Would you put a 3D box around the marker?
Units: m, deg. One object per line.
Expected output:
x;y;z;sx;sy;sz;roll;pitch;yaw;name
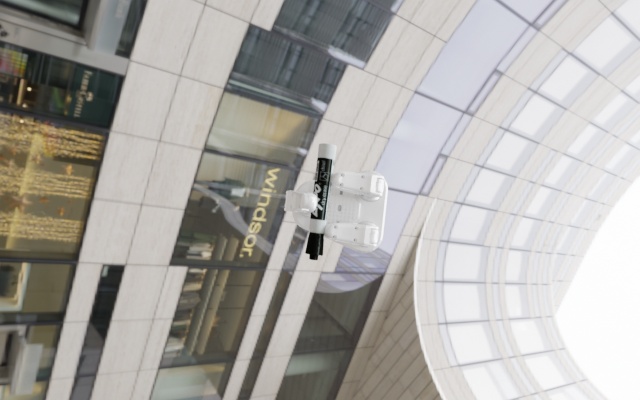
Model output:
0.000;0.002;0.497;0.020;0.121;0.020;7;-2;0;marker
